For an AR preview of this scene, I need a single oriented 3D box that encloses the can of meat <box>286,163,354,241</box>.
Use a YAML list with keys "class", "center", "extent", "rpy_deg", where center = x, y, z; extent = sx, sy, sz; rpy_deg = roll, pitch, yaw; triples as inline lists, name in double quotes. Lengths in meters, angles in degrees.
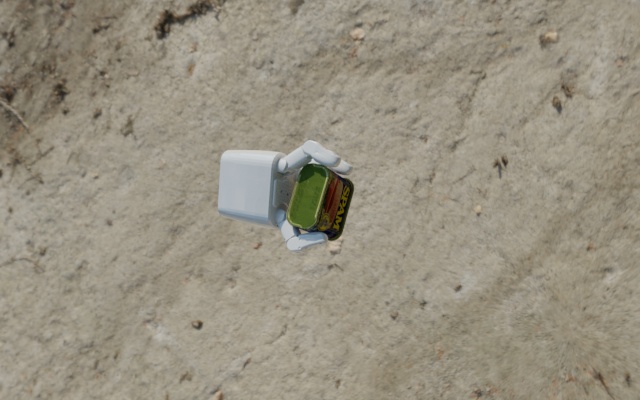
- class: "can of meat"
  center: [0.000, 0.002, 0.711]
  extent: [0.057, 0.102, 0.084]
  rpy_deg: [12, -8, 30]
